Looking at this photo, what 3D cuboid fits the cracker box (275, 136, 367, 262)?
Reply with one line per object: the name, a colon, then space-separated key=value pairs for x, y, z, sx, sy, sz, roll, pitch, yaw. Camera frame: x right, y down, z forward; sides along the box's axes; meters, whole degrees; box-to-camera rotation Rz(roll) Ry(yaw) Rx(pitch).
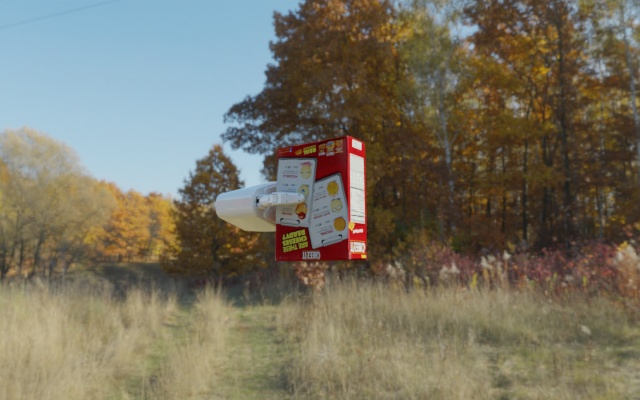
cracker box: x=0.000 y=0.003 z=0.870 sx=0.164 sy=0.213 sz=0.072 roll=-6 pitch=-9 yaw=36
